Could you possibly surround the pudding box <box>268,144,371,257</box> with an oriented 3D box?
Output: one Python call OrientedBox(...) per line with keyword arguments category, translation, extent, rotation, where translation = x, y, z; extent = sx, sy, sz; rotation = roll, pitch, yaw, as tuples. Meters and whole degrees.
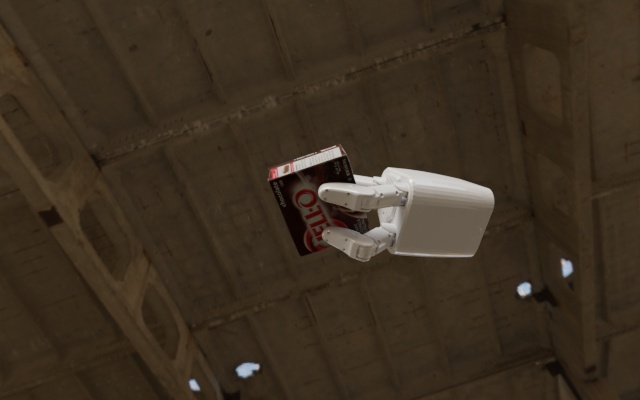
OrientedBox(category="pudding box", translation=(0.000, 0.002, 0.547), extent=(0.090, 0.113, 0.039), rotation=(-19, 29, 2))
